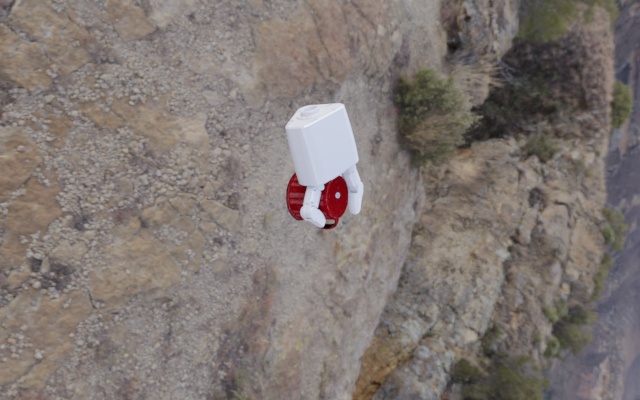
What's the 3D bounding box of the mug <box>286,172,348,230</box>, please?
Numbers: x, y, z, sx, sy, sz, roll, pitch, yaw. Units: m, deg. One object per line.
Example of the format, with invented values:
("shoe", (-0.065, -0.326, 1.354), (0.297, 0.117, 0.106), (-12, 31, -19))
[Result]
("mug", (0.001, 0.004, 0.867), (0.081, 0.117, 0.093), (3, 30, 33))
